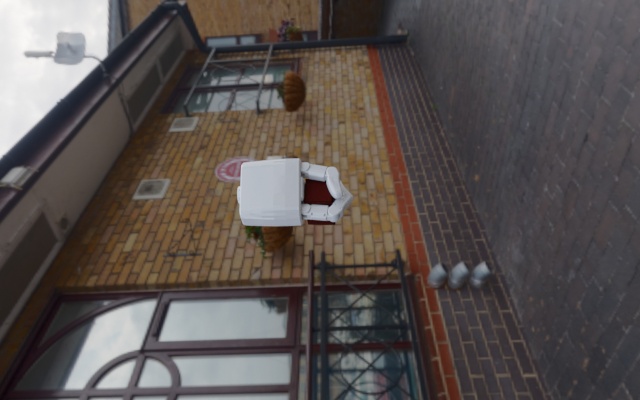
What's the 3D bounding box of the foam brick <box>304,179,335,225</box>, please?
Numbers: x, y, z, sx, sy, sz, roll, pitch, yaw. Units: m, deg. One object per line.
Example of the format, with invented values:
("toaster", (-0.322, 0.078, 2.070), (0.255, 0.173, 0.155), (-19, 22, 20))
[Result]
("foam brick", (0.000, 0.003, 0.863), (0.051, 0.053, 0.078), (-2, -35, 3))
